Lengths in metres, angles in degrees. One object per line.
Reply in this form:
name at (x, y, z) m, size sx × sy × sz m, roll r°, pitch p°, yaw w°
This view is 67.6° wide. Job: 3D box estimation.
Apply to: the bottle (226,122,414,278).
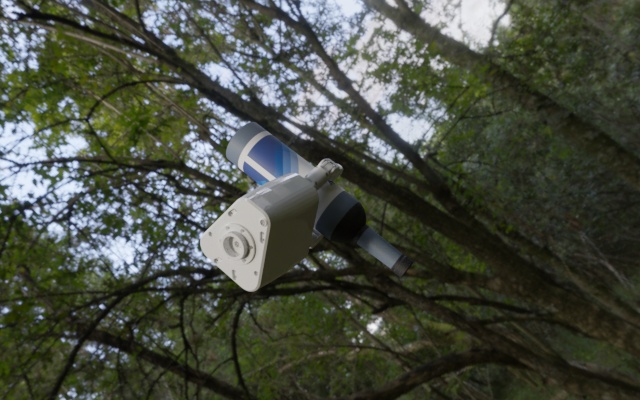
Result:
bottle at (0.000, 0.002, 0.653) m, size 0.295 × 0.069 × 0.069 m, roll 38°, pitch 10°, yaw 14°
